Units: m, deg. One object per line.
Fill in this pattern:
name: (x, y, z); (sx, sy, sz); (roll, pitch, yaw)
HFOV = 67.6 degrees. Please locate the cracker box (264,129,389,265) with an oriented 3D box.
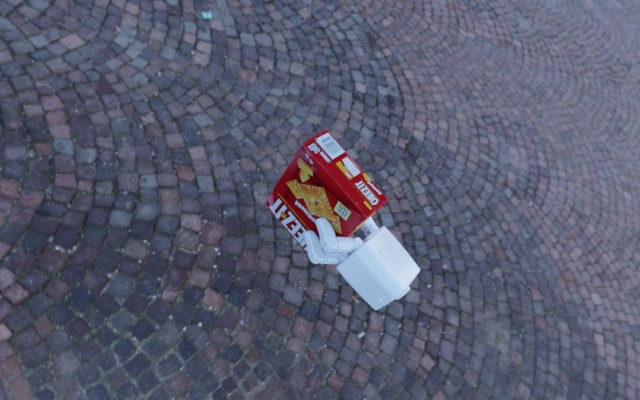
cracker box: (0.000, 0.003, 0.861); (0.072, 0.164, 0.214); (-35, -9, -37)
